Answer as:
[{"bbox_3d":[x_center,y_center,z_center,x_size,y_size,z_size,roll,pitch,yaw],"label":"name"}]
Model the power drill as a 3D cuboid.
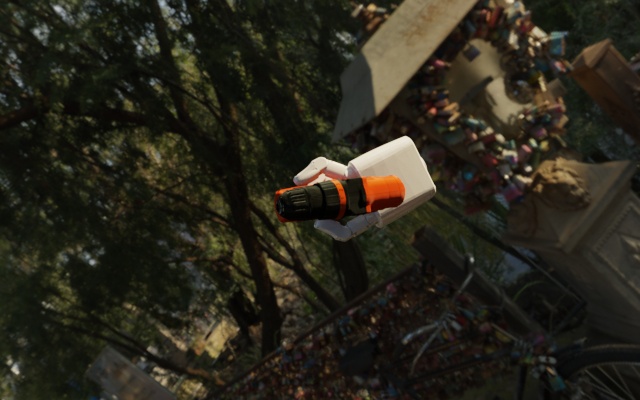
[{"bbox_3d":[0.000,0.002,0.685,0.184,0.057,0.187,-6,0,-26],"label":"power drill"}]
